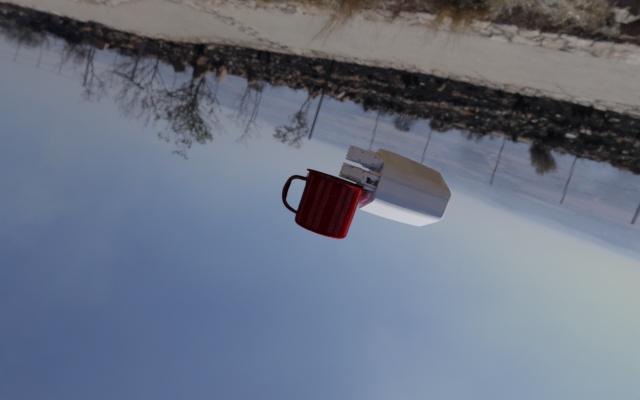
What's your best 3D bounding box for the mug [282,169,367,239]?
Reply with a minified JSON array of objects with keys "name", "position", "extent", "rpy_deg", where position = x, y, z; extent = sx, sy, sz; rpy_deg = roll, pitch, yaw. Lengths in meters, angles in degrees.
[{"name":"mug","position":[-0.001,0.002,0.699],"extent":[0.117,0.081,0.093],"rpy_deg":[18,6,-6]}]
